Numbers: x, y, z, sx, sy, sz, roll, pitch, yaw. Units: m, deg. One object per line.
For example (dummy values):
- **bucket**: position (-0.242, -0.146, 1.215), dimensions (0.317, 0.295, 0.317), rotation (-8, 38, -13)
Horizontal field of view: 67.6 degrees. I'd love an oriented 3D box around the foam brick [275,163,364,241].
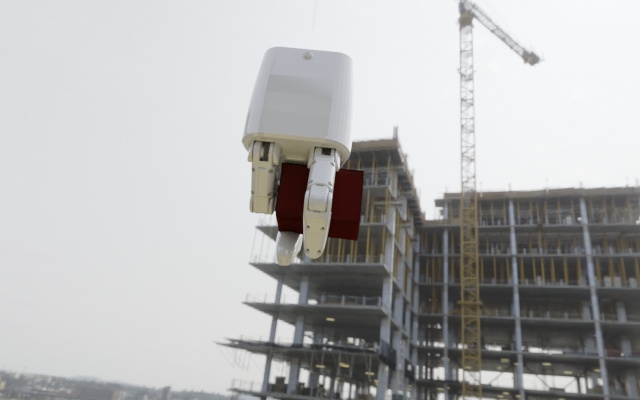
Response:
- **foam brick**: position (0.000, 0.002, 0.446), dimensions (0.078, 0.051, 0.053), rotation (7, -24, 2)
